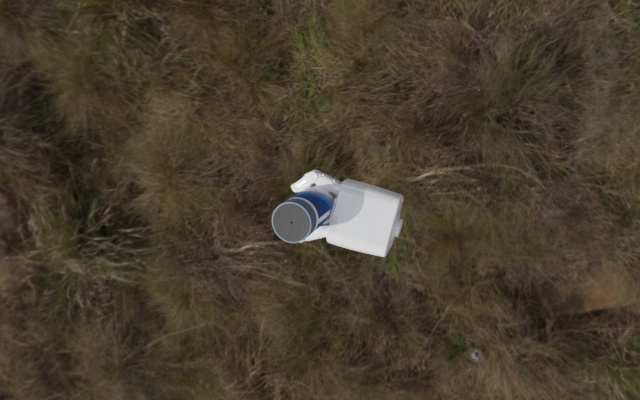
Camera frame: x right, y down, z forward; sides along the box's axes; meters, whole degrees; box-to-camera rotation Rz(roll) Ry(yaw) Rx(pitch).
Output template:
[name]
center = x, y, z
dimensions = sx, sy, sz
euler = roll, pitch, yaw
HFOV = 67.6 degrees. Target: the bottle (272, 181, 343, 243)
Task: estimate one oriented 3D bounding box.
[bottle]
center = 0.000, 0.003, 0.872
dimensions = 0.069, 0.069, 0.295
euler = 0, 12, 18
